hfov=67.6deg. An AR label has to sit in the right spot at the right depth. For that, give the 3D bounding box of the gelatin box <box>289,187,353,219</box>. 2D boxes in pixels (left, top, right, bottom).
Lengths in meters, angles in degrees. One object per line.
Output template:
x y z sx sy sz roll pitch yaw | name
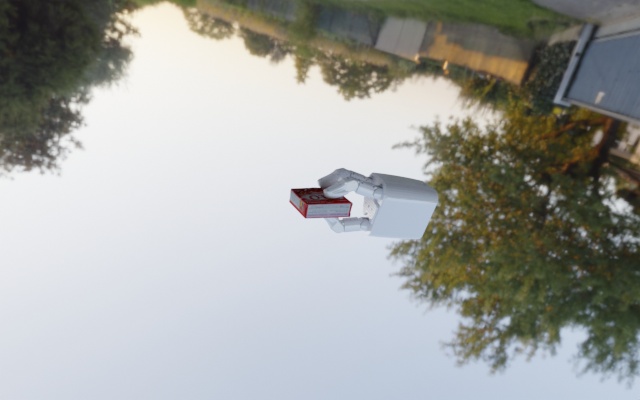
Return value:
0.000 0.003 0.826 0.089 0.030 0.073 -2 24 -26 | gelatin box
